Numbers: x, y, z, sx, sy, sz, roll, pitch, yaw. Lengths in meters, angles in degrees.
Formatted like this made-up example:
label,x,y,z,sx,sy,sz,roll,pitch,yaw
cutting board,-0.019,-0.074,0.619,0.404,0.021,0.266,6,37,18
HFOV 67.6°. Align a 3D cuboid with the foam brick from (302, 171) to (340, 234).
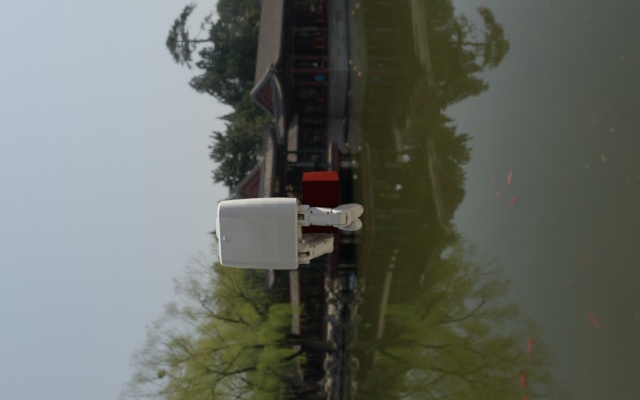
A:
label,x,y,z,sx,sy,sz,roll,pitch,yaw
foam brick,0.000,0.002,0.669,0.051,0.078,0.053,1,16,0
